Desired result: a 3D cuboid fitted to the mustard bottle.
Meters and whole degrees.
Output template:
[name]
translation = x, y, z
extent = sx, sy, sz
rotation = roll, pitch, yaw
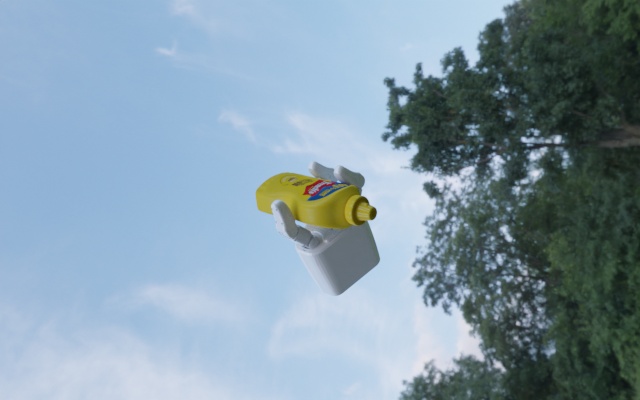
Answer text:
[mustard bottle]
translation = 0.000, 0.002, 0.689
extent = 0.191, 0.058, 0.096
rotation = 13, 26, 42
